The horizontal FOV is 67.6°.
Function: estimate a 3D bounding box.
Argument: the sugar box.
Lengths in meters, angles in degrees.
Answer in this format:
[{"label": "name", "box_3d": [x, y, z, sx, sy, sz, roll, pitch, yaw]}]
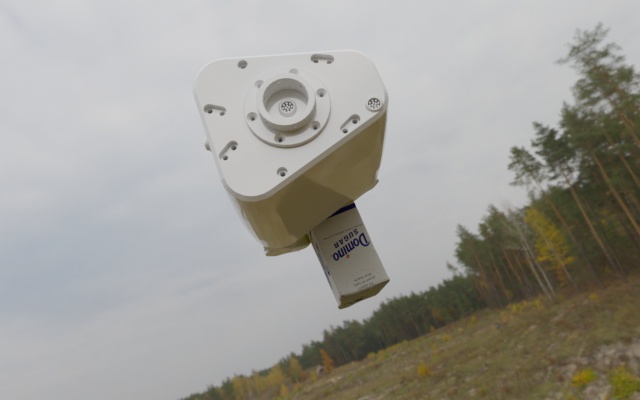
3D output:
[{"label": "sugar box", "box_3d": [0.000, 0.001, 0.408, 0.048, 0.176, 0.093, -20, -17, -5]}]
